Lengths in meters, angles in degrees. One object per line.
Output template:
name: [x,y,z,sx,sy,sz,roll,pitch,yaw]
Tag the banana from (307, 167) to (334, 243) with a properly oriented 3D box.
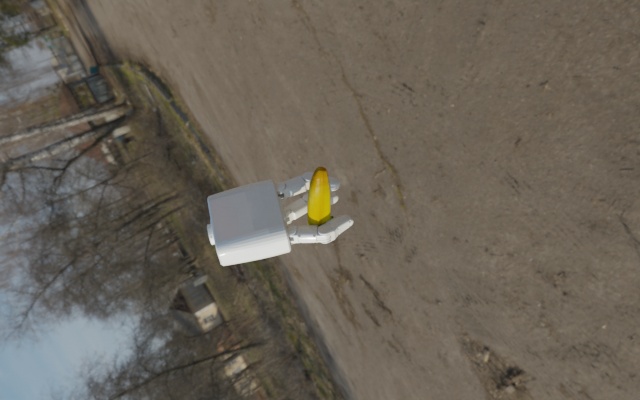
banana: [-0.001,0.021,0.743,0.037,0.069,0.198,2,-24,4]
